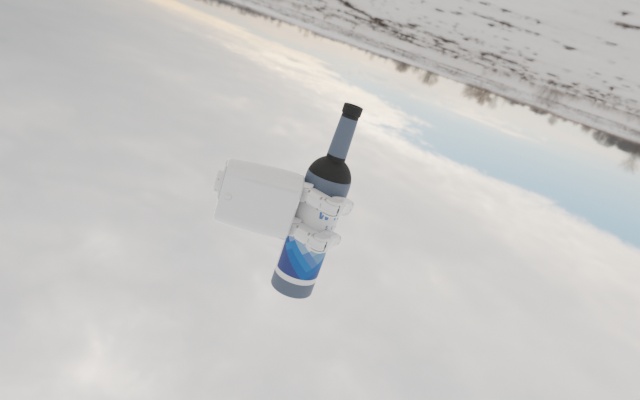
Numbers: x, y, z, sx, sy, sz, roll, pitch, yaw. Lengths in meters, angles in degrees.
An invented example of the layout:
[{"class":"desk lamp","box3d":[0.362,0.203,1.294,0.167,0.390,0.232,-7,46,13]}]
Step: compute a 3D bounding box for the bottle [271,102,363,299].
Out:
[{"class":"bottle","box3d":[0.000,0.003,0.699,0.069,0.296,0.069,17,18,-6]}]
